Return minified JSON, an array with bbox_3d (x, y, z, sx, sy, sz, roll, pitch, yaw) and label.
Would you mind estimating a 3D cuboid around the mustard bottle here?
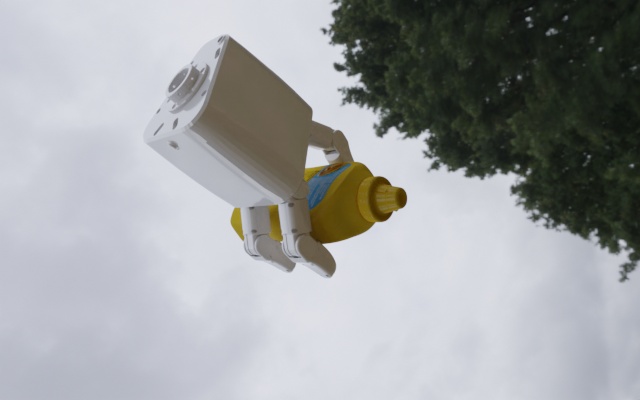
[{"bbox_3d":[0.000,0.002,0.469,0.191,0.058,0.096,-4,35,44],"label":"mustard bottle"}]
